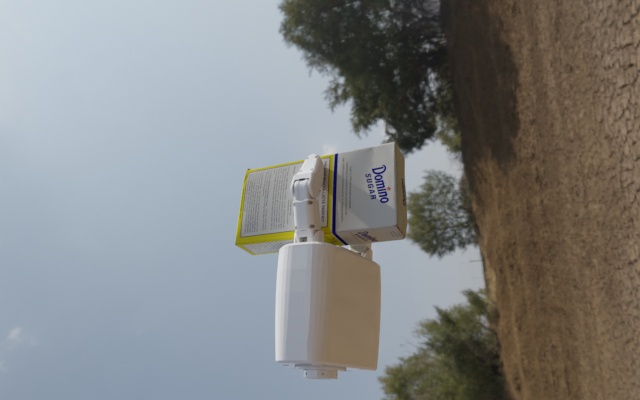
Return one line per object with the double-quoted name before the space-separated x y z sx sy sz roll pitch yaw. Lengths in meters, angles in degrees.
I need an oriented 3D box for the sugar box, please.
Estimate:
"sugar box" 0.000 0.002 0.500 0.176 0.093 0.048 -6 -26 21
